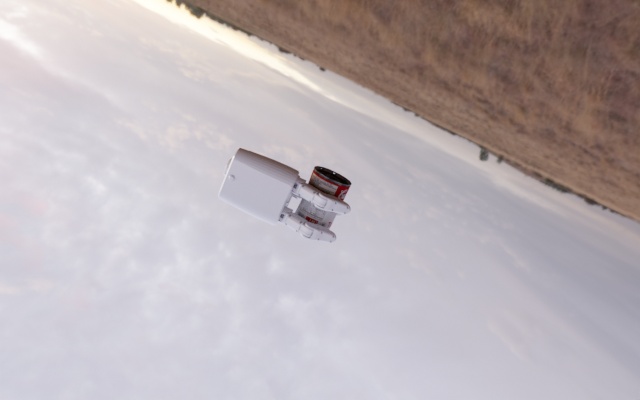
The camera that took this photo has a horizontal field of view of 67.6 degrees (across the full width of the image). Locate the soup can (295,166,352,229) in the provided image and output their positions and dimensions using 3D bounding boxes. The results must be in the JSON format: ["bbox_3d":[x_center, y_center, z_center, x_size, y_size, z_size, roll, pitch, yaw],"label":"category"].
[{"bbox_3d":[0.000,0.003,0.799,0.068,0.102,0.068,23,15,-7],"label":"soup can"}]
